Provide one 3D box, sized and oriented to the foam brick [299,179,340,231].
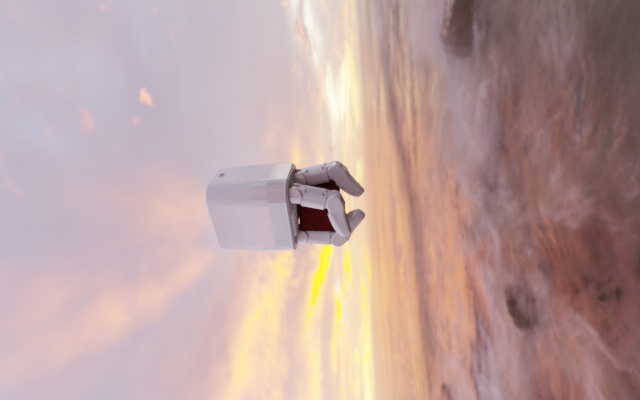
[{"bbox_3d":[0.000,0.002,0.653,0.051,0.053,0.078,0,23,5],"label":"foam brick"}]
